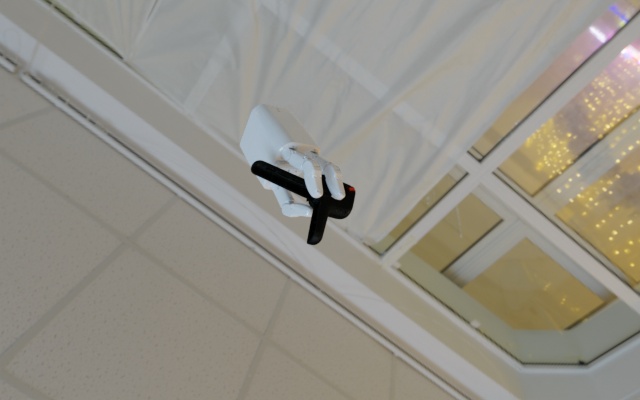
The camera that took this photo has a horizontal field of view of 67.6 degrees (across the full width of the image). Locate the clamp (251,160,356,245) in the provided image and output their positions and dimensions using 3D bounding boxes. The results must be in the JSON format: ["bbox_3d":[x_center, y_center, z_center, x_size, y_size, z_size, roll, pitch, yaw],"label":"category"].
[{"bbox_3d":[0.000,0.003,0.782,0.210,0.164,0.036,2,-44,-51],"label":"clamp"}]
